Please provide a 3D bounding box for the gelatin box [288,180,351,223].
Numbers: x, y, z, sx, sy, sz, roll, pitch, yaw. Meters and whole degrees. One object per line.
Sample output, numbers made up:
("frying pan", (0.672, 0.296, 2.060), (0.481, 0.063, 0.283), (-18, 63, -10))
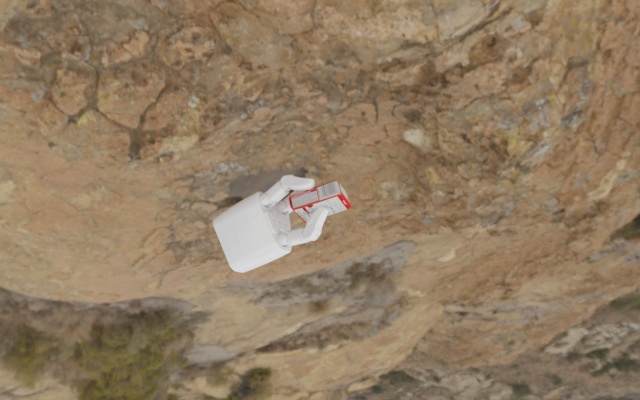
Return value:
("gelatin box", (0.001, 0.003, 0.809), (0.089, 0.030, 0.073), (-18, -24, 11))
